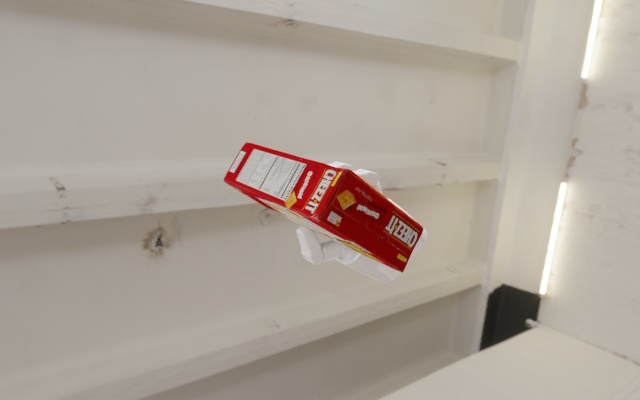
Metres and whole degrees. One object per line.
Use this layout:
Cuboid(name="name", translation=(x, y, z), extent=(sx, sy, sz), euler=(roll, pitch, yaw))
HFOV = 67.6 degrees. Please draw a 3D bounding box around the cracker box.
Cuboid(name="cracker box", translation=(0.000, 0.002, 0.613), extent=(0.164, 0.072, 0.213), euler=(33, -8, -40))
